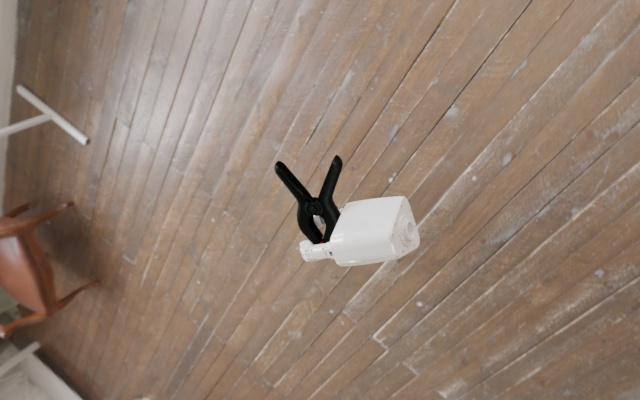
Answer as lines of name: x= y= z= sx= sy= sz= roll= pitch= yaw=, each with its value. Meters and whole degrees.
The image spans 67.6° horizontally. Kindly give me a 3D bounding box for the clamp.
clamp: x=0.000 y=0.003 z=0.798 sx=0.120 sy=0.171 sz=0.039 roll=-11 pitch=19 yaw=33
